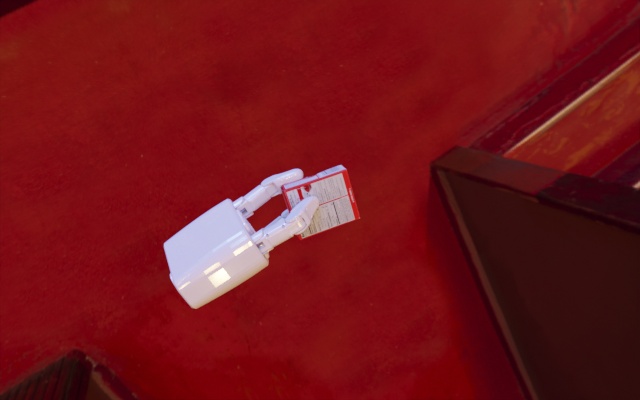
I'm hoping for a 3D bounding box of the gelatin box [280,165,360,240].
[{"bbox_3d":[0.001,0.002,0.632,0.089,0.073,0.030,-19,20,-6],"label":"gelatin box"}]
